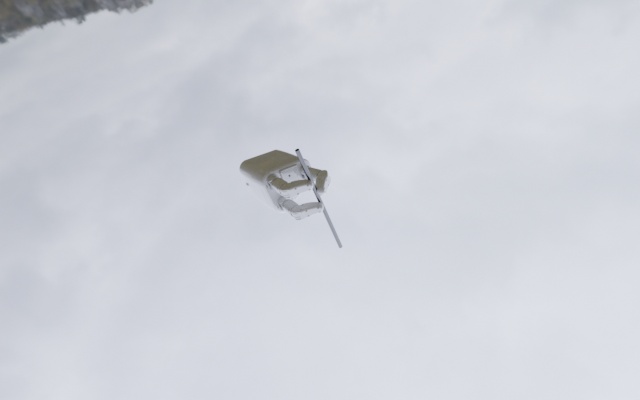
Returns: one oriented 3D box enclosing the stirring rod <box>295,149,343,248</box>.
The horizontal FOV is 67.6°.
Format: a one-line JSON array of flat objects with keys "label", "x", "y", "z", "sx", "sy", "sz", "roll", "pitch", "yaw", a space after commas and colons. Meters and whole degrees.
[{"label": "stirring rod", "x": 0.000, "y": 0.003, "z": 0.892, "sx": 0.011, "sy": 0.240, "sz": 0.011, "roll": -16, "pitch": 36, "yaw": 12}]
